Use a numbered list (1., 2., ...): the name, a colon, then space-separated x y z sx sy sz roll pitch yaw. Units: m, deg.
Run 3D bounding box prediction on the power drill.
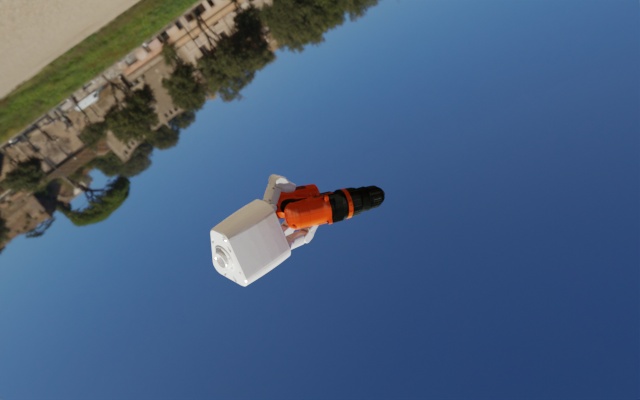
1. power drill: 0.000 0.003 0.871 0.184 0.057 0.187 -11 7 -23
